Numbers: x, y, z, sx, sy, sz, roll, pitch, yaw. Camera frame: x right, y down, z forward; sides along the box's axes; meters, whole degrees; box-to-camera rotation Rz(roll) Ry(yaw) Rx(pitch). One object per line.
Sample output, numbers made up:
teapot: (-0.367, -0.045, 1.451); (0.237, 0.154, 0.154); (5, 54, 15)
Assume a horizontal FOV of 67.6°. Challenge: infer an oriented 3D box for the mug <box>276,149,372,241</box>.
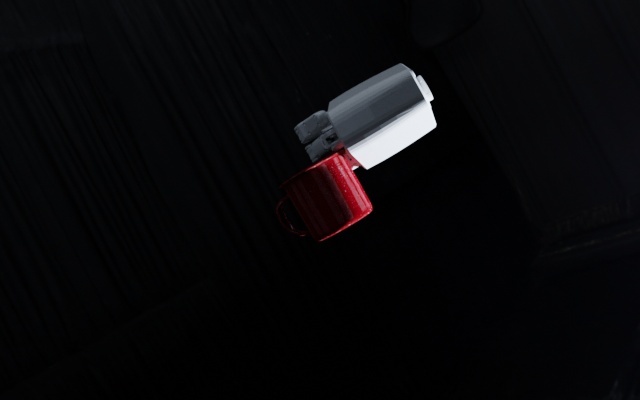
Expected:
mug: (-0.001, 0.003, 0.584); (0.117, 0.081, 0.093); (-30, -1, 15)
